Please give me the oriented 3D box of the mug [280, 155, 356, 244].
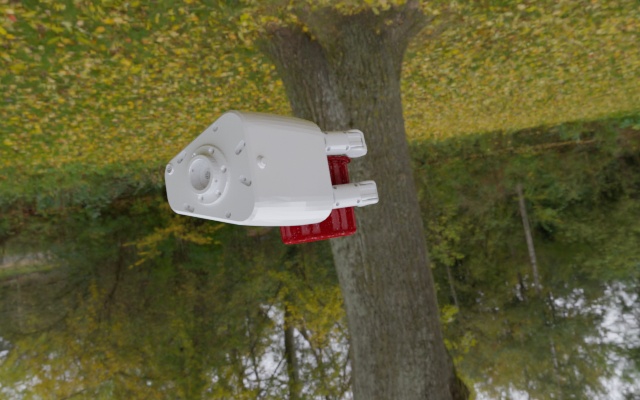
[{"bbox_3d":[0.001,0.002,0.527,0.093,0.081,0.117,-13,-7,34],"label":"mug"}]
